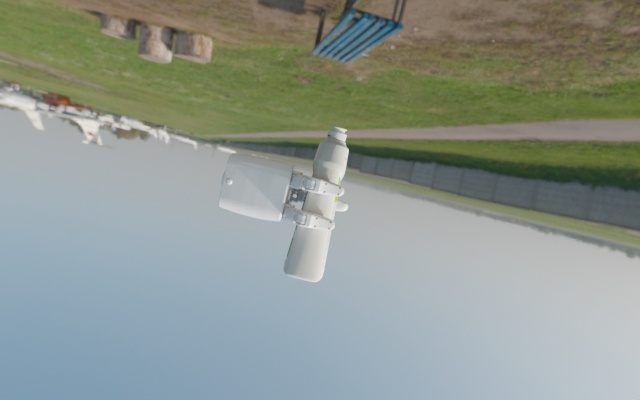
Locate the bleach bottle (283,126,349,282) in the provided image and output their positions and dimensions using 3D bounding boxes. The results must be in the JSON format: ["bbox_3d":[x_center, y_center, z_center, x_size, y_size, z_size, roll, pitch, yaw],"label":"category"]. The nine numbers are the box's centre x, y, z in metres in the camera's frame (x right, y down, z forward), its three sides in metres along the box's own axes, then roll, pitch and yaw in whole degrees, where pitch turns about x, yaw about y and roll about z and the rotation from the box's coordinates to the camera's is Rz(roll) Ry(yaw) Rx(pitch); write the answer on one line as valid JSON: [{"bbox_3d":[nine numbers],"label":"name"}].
[{"bbox_3d":[0.000,0.003,0.797,0.068,0.251,0.102,14,3,2],"label":"bleach bottle"}]
